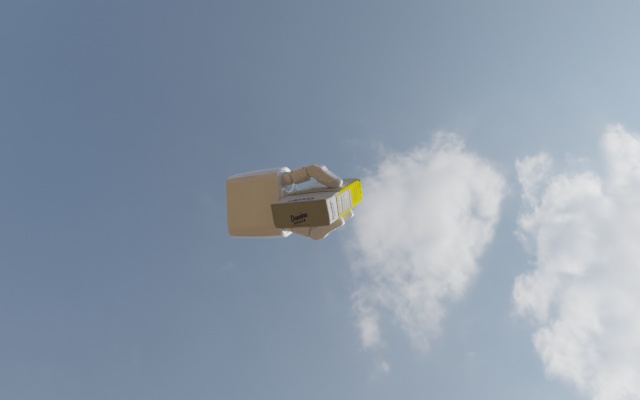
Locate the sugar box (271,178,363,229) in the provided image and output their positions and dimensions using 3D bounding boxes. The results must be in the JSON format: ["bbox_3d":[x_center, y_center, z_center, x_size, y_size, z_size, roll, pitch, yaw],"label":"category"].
[{"bbox_3d":[0.000,0.003,0.776,0.093,0.048,0.176,-5,13,23],"label":"sugar box"}]
